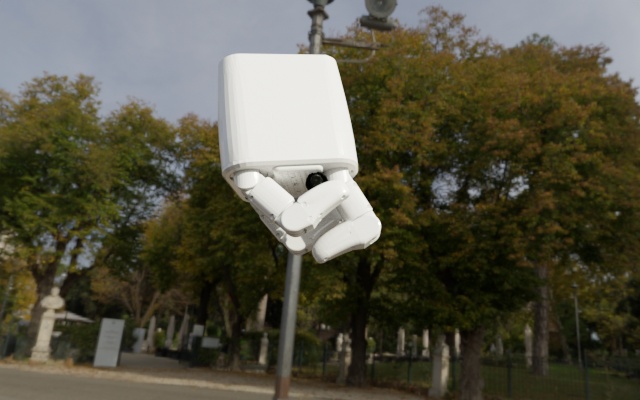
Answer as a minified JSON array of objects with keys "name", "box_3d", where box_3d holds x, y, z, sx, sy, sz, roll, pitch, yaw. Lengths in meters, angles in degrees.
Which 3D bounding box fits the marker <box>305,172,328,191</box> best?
[{"name":"marker","box_3d":[0.000,0.001,0.436,0.020,0.020,0.121,0,-17,4]}]
